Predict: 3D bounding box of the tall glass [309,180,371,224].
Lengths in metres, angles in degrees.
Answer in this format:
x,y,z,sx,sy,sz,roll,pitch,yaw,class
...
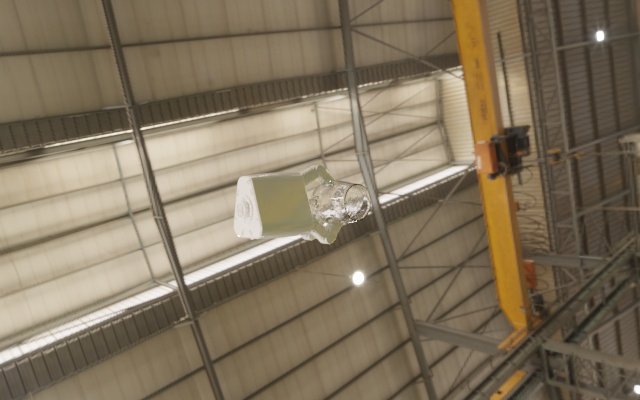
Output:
x,y,z,sx,sy,sz,roll,pitch,yaw,class
0.000,0.003,0.870,0.079,0.079,0.201,0,0,-39,tall glass
